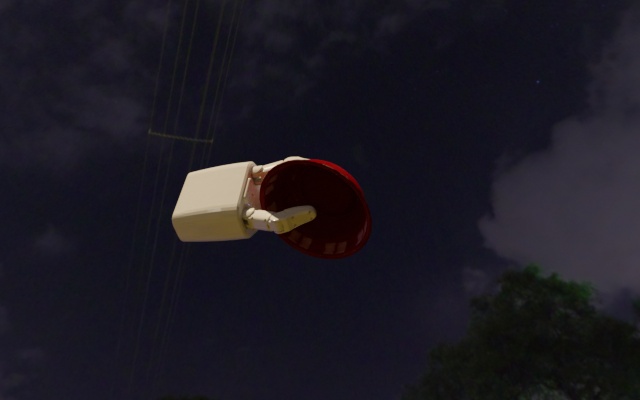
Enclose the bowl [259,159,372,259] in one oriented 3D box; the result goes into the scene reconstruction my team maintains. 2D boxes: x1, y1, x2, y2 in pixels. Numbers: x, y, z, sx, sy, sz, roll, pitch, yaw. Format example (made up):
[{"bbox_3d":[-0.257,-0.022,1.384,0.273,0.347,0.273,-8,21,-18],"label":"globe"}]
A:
[{"bbox_3d":[0.002,0.002,0.653,0.162,0.162,0.055,0,34,27],"label":"bowl"}]
